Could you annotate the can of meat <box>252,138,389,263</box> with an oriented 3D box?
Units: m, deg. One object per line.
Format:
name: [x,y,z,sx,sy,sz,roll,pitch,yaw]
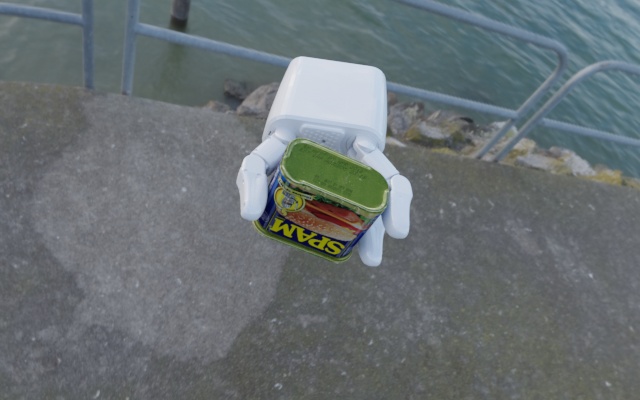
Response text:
can of meat: [0.000,0.001,0.427,0.102,0.057,0.084,22,-42,-9]
